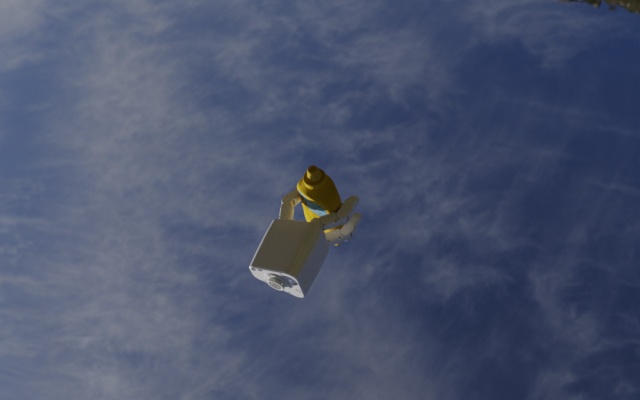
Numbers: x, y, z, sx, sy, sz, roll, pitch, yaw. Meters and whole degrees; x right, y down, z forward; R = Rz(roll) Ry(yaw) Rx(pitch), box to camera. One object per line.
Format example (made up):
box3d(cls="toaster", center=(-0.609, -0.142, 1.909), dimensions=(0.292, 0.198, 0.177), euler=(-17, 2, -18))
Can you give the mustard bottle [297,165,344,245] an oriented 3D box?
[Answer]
box3d(cls="mustard bottle", center=(0.000, 0.003, 0.896), dimensions=(0.096, 0.058, 0.192), euler=(38, -21, 32))
